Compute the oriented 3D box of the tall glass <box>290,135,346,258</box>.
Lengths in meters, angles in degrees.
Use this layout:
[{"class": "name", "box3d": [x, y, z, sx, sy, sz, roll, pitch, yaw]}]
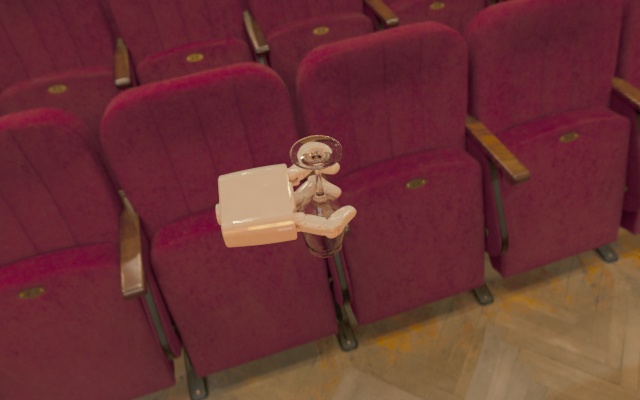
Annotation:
[{"class": "tall glass", "box3d": [0.000, 0.002, 0.732, 0.079, 0.079, 0.201, 0, -45, 6]}]
